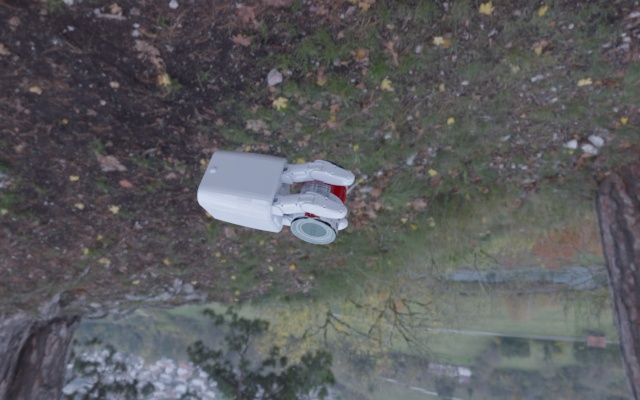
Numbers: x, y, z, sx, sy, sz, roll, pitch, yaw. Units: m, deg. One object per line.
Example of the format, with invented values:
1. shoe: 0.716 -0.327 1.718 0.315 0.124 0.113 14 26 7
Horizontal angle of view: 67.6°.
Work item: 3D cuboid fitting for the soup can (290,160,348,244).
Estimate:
1. soup can: 0.001 0.003 0.684 0.068 0.102 0.069 10 -33 7
